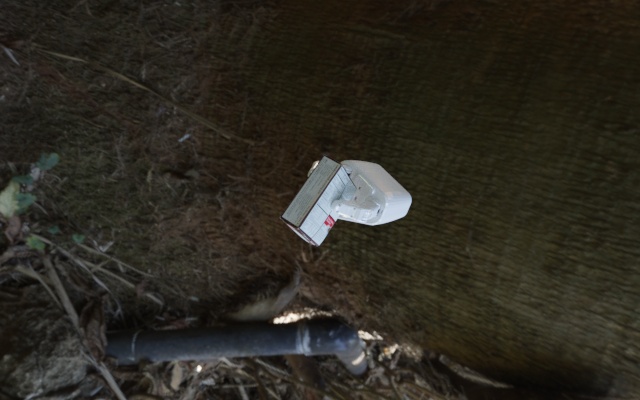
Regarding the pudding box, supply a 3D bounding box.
[{"bbox_3d":[0.000,0.002,0.693,0.039,0.113,0.090,28,-10,28],"label":"pudding box"}]
